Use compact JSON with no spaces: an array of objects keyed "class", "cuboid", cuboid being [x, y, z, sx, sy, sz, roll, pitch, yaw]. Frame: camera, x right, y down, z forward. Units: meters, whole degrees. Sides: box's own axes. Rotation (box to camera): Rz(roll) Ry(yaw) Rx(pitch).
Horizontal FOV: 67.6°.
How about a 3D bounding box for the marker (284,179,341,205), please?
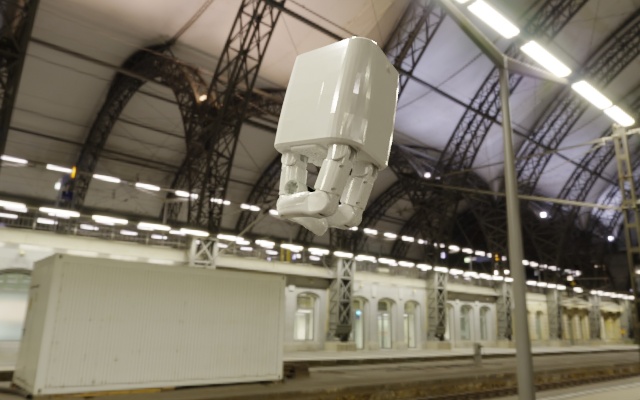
[{"class":"marker","cuboid":[0.000,0.002,0.511,0.020,0.020,0.121,0,-14,28]}]
